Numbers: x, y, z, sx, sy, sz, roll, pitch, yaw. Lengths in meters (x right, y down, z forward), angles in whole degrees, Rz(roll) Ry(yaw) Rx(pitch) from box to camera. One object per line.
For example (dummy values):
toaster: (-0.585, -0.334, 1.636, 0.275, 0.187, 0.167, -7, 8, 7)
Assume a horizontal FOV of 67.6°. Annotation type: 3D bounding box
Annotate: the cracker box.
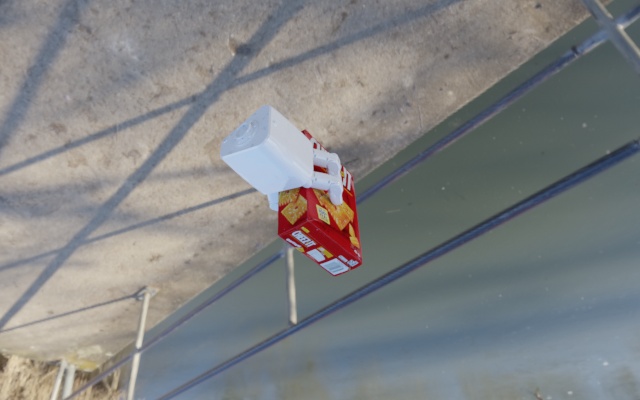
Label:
cracker box: (0.000, 0.003, 0.849, 0.072, 0.213, 0.164, -26, -45, 25)
